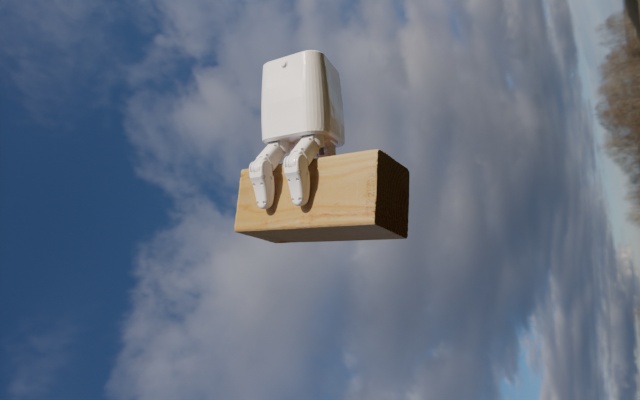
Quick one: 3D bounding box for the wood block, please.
[{"bbox_3d":[0.000,0.002,0.612,0.206,0.090,0.091,-5,-16,34],"label":"wood block"}]
